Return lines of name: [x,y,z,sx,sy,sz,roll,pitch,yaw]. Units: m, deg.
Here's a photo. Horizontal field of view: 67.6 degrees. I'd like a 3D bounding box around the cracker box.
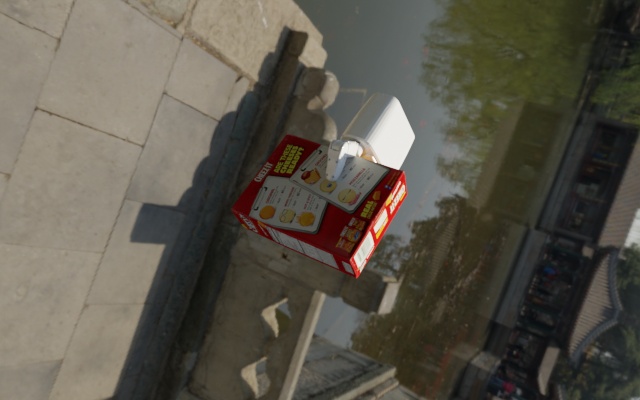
cracker box: [0.000,0.002,0.729,0.213,0.164,0.072,20,-27,27]
